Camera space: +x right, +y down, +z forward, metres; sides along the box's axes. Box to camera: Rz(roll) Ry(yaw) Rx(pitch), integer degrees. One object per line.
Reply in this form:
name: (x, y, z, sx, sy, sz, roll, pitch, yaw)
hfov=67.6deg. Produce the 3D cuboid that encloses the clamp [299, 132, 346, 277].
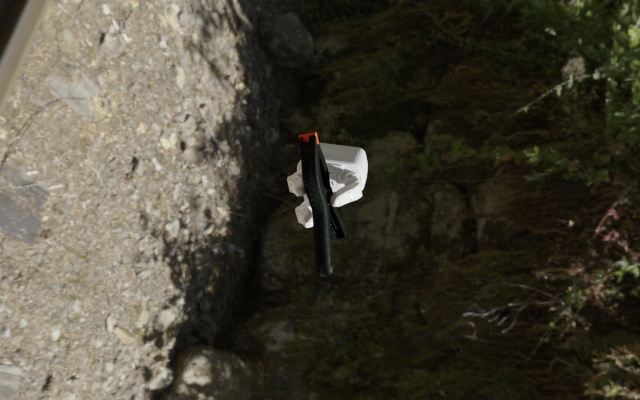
clamp: (0.001, 0.002, 0.739, 0.036, 0.210, 0.164, -9, 22, 12)
